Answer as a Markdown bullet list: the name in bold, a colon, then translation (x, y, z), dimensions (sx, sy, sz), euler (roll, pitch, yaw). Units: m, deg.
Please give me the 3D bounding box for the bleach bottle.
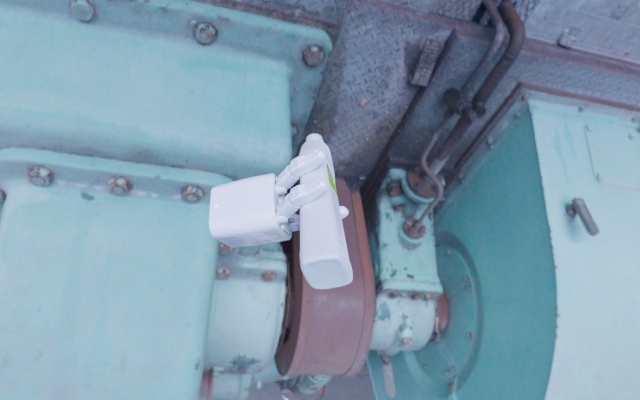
- **bleach bottle**: translation (0.000, 0.002, 0.743), dimensions (0.068, 0.250, 0.103), euler (-11, -36, 8)
